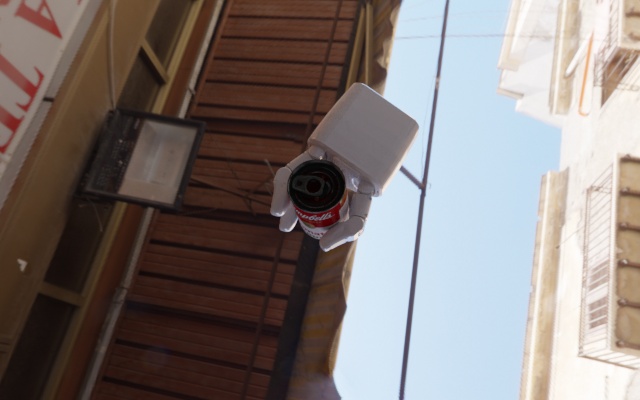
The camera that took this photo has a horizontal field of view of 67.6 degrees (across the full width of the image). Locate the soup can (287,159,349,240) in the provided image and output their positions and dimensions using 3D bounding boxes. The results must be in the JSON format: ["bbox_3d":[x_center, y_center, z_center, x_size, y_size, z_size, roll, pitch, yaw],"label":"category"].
[{"bbox_3d":[0.000,0.002,0.588,0.068,0.068,0.102,0,-23,6],"label":"soup can"}]
